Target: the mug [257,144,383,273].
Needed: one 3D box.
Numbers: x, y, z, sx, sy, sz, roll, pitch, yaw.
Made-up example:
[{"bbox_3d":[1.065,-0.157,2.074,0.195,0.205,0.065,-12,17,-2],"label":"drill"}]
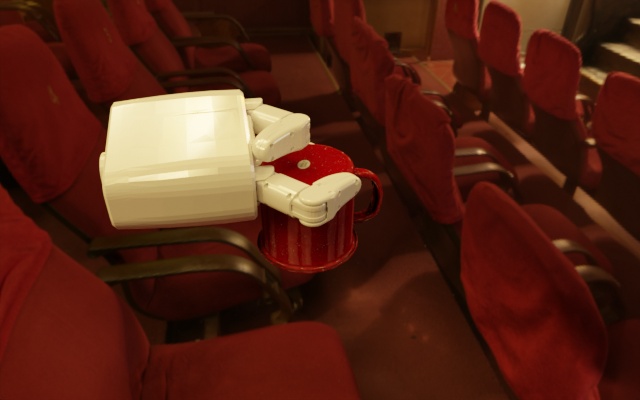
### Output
[{"bbox_3d":[0.001,0.001,0.423,0.117,0.082,0.093,-7,34,-12],"label":"mug"}]
